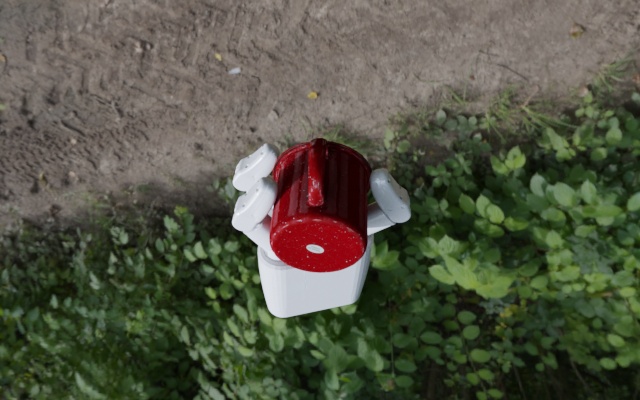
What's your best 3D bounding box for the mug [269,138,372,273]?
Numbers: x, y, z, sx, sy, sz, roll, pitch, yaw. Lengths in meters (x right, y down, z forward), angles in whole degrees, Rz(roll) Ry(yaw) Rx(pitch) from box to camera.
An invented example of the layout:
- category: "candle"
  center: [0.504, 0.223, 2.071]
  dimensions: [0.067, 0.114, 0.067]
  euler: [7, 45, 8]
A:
- category: "mug"
  center: [0.000, 0.001, 0.405]
  dimensions: [0.093, 0.081, 0.117]
  euler: [3, -41, 1]
